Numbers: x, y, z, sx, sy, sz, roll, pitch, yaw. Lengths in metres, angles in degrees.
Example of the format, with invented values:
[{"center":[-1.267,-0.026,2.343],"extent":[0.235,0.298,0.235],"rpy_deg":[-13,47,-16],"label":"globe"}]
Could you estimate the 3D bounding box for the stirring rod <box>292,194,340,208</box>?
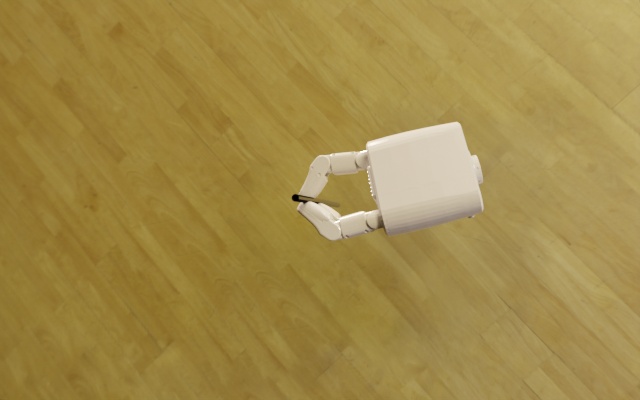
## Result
[{"center":[0.000,0.002,0.610],"extent":[0.011,0.011,0.239],"rpy_deg":[0,-2,13],"label":"stirring rod"}]
